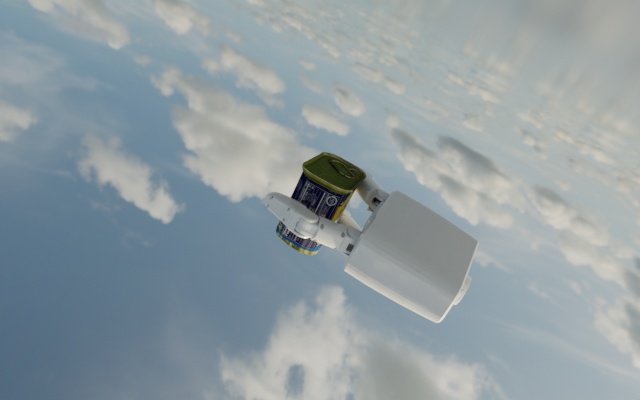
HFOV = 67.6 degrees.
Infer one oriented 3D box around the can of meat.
[{"bbox_3d":[0.000,0.002,0.523,0.057,0.084,0.102,29,21,8],"label":"can of meat"}]
